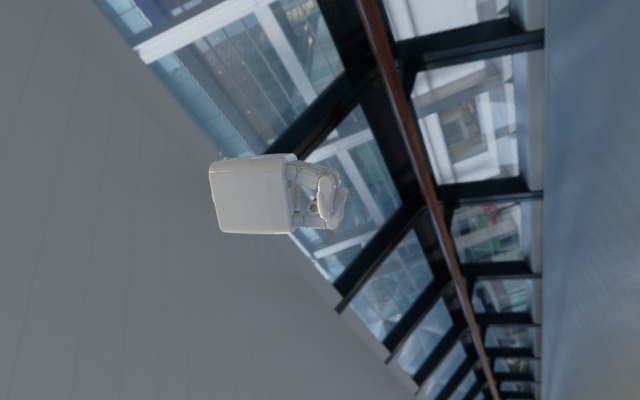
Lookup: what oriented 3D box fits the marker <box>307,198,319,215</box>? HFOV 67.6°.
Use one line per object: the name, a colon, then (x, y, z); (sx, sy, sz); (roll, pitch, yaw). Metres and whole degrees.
marker: (0.000, 0.002, 0.704); (0.020, 0.020, 0.121); (0, 8, 9)
